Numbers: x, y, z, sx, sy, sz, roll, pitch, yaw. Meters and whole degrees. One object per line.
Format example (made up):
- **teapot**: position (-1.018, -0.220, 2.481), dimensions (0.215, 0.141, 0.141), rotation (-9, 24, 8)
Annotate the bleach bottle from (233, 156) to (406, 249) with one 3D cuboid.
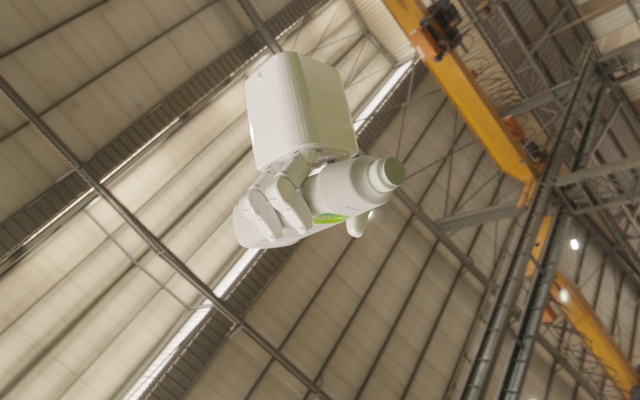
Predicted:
- **bleach bottle**: position (0.000, 0.002, 0.534), dimensions (0.102, 0.068, 0.251), rotation (-4, -11, -38)
